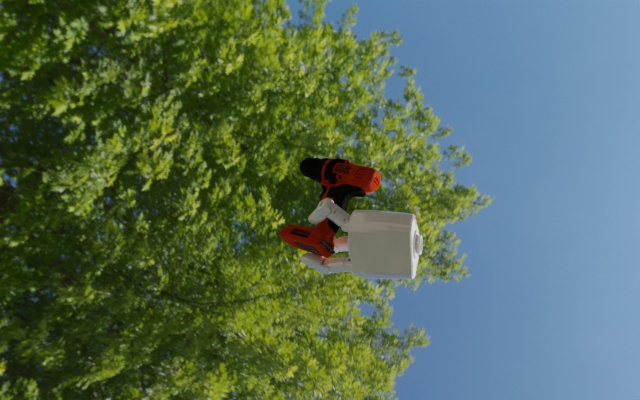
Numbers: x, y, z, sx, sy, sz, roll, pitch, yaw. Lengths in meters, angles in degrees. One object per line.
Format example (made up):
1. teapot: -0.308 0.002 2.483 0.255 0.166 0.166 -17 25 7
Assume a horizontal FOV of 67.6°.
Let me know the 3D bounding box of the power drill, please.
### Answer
1. power drill: 0.000 0.003 0.894 0.184 0.187 0.057 14 -22 40
